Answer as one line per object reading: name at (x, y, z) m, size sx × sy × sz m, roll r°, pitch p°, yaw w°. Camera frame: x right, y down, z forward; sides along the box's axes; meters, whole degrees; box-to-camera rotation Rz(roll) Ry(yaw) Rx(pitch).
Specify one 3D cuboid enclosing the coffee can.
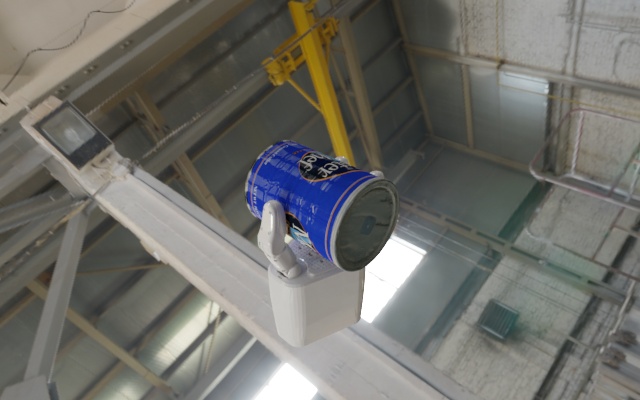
coffee can at (0.000, 0.002, 0.526) m, size 0.140 × 0.103 × 0.103 m, roll 27°, pitch 17°, yaw 37°
